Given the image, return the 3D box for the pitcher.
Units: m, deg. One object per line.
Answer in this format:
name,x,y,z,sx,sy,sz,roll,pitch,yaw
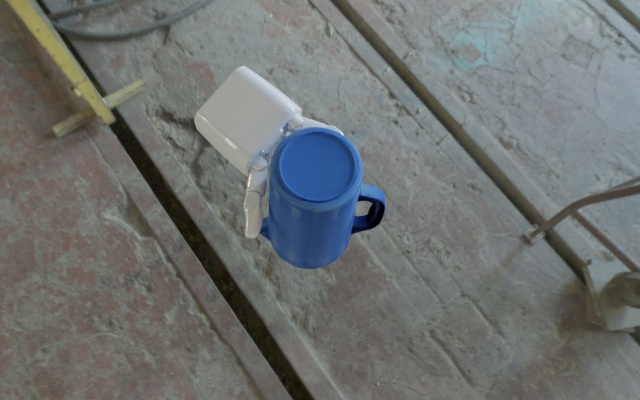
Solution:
pitcher,0.000,0.002,0.652,0.145,0.149,0.243,42,-17,11
